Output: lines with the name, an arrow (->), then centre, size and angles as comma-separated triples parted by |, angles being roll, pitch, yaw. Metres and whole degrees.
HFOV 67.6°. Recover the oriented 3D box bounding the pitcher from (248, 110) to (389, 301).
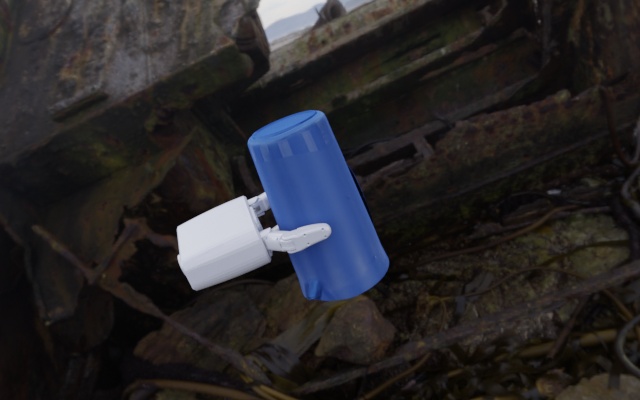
pitcher -> 0.000, 0.002, 0.660 | 0.145, 0.243, 0.149 | -23, 19, -5
